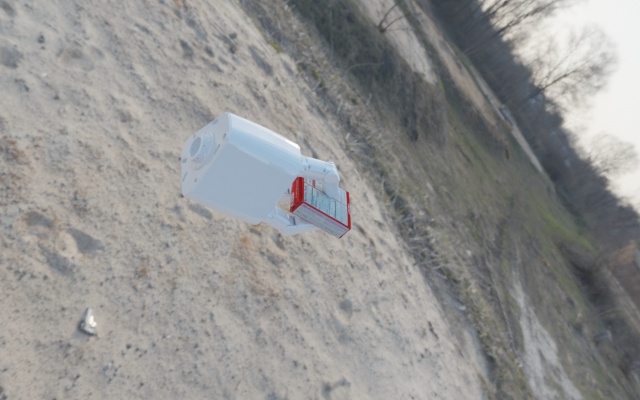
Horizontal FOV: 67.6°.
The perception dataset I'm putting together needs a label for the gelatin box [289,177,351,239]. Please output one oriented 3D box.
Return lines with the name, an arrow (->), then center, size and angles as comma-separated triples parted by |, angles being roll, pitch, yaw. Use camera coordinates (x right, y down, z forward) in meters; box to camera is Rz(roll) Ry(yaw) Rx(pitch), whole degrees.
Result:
gelatin box -> 0.001, 0.002, 0.663 | 0.089, 0.073, 0.030 | 29, -52, -26
